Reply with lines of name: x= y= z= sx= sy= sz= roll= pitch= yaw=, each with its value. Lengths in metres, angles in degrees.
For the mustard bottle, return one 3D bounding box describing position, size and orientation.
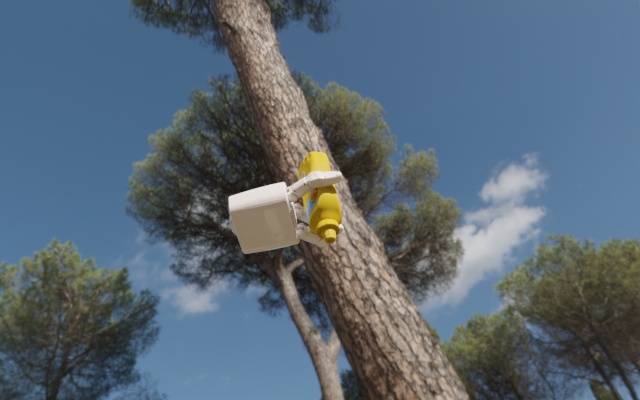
mustard bottle: x=0.000 y=0.003 z=0.878 sx=0.058 sy=0.096 sz=0.191 roll=5 pitch=42 yaw=-17
